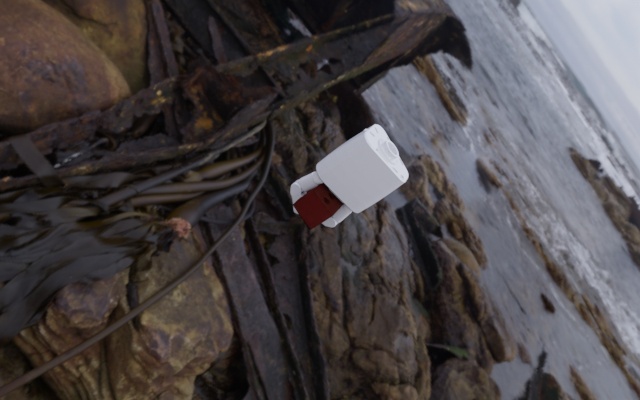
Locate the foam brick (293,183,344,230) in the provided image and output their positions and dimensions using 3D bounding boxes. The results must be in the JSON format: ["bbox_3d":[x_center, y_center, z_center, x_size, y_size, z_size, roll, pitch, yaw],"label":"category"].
[{"bbox_3d":[0.000,0.003,0.803,0.051,0.053,0.078,-32,7,30],"label":"foam brick"}]
